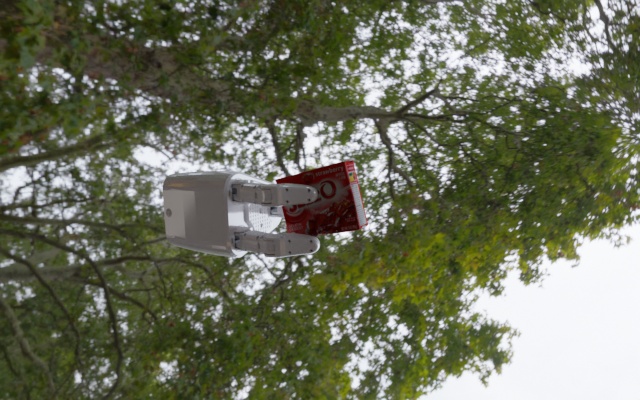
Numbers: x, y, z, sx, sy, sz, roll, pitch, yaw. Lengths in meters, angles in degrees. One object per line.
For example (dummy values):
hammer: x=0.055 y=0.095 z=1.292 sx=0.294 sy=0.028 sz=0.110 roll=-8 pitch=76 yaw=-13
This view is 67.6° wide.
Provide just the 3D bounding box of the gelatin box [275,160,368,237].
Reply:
gelatin box: x=0.001 y=0.002 z=0.520 sx=0.089 sy=0.073 sz=0.030 roll=-12 pitch=2 yaw=27
